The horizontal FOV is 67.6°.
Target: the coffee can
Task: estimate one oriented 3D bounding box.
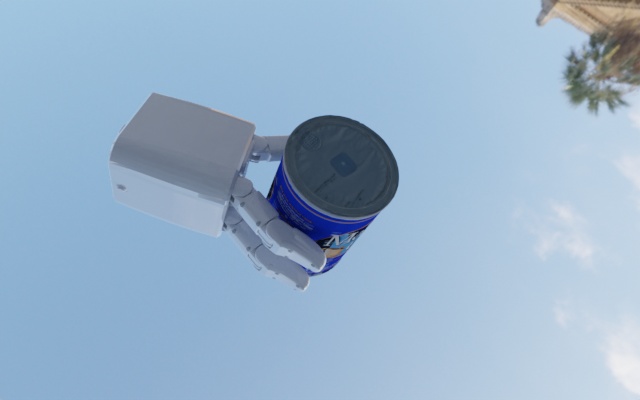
[{"bbox_3d":[0.000,0.001,0.460,0.103,0.102,0.140,0,-29,-19],"label":"coffee can"}]
